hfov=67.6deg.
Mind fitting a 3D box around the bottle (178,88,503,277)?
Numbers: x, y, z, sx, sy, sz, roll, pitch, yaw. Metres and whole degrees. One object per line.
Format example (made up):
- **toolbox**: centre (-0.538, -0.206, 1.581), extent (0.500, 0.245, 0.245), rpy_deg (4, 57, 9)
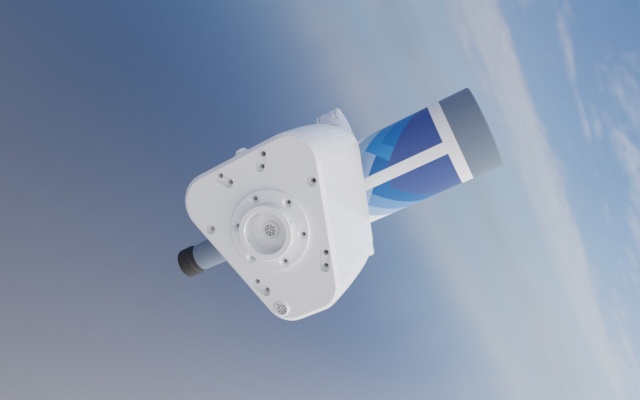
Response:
- **bottle**: centre (0.000, 0.001, 0.413), extent (0.296, 0.069, 0.069), rpy_deg (-25, -8, 17)
